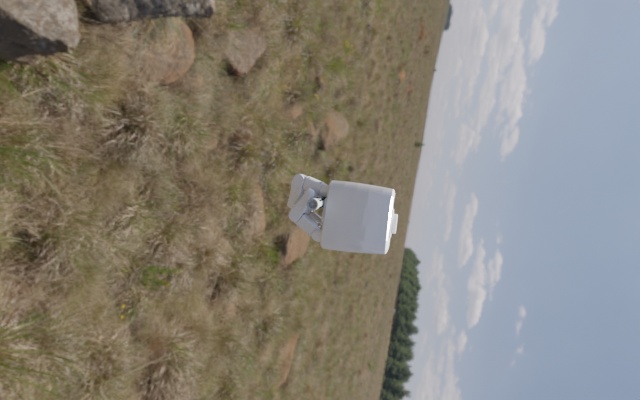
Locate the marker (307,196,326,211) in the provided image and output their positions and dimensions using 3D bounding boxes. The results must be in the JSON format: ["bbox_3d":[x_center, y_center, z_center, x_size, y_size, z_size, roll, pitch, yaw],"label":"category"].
[{"bbox_3d":[0.000,0.003,0.784,0.020,0.020,0.121,0,3,12],"label":"marker"}]
